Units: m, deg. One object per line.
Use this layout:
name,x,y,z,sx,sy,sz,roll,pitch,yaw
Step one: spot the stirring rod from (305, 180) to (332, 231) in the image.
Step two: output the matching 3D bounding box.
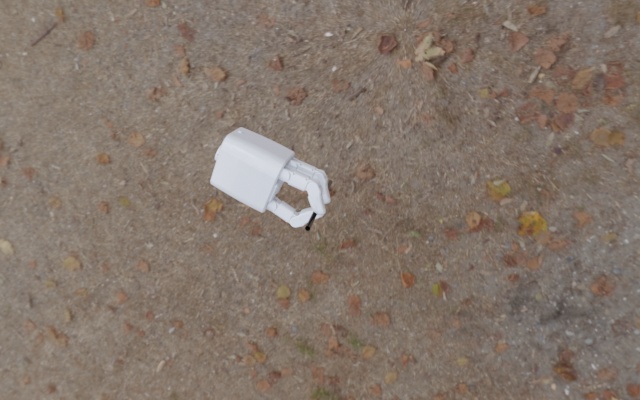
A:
stirring rod,0.000,0.003,0.837,0.011,0.011,0.239,0,19,10
